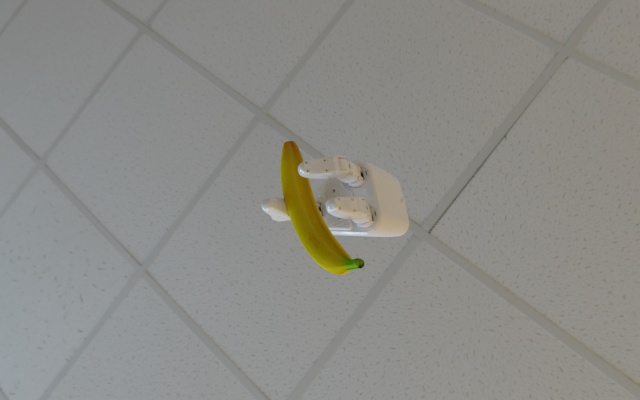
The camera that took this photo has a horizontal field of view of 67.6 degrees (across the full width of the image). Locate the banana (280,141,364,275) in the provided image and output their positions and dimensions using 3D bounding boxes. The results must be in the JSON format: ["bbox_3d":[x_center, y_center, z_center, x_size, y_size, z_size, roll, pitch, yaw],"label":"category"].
[{"bbox_3d":[-0.008,0.017,0.574,0.037,0.197,0.070,1,-43,-43],"label":"banana"}]
